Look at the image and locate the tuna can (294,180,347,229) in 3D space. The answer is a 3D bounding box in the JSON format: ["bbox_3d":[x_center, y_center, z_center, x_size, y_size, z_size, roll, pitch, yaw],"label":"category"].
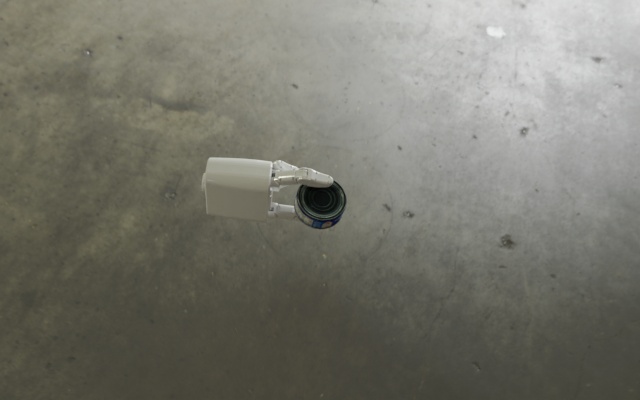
[{"bbox_3d":[0.000,0.002,0.796,0.086,0.086,0.034,0,-27,-11],"label":"tuna can"}]
